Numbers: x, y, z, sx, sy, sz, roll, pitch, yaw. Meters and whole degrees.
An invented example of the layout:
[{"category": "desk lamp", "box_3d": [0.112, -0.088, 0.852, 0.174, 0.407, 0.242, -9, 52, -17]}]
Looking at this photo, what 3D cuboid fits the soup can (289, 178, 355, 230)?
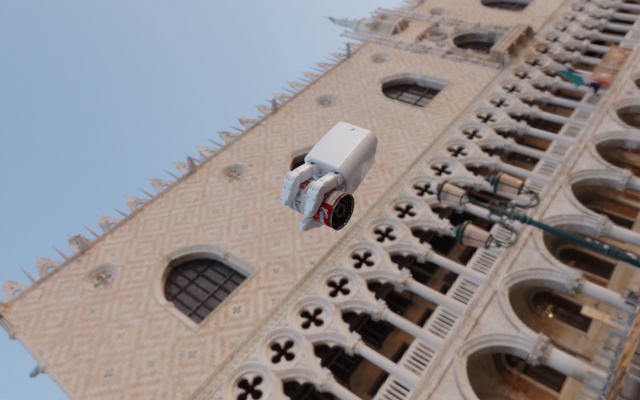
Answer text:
[{"category": "soup can", "box_3d": [0.000, 0.003, 0.849, 0.102, 0.068, 0.068, 24, 13, 31]}]
